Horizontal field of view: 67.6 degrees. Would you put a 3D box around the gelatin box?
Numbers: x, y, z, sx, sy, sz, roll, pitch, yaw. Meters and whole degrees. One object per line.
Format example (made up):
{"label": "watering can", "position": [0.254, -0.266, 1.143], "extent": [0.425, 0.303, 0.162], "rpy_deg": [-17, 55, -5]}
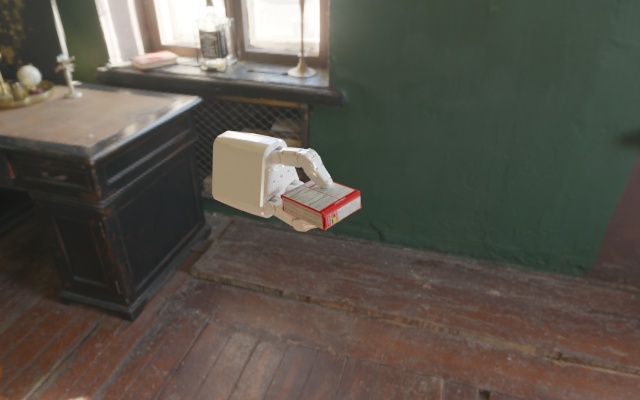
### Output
{"label": "gelatin box", "position": [0.000, 0.002, 0.665], "extent": [0.073, 0.030, 0.089], "rpy_deg": [-29, 35, -35]}
